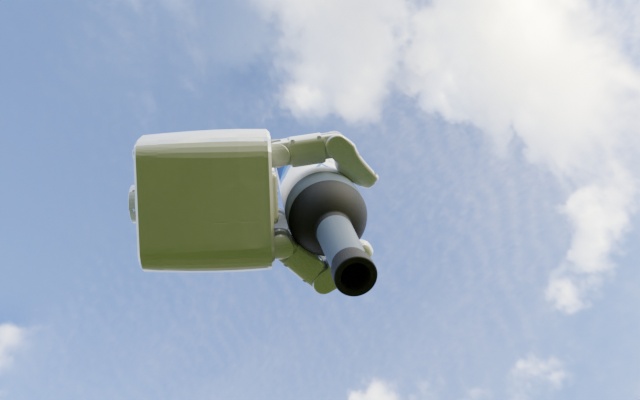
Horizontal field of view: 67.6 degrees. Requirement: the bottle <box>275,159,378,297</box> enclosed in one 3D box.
[{"bbox_3d":[0.000,0.001,0.427,0.069,0.069,0.295,0,18,-9],"label":"bottle"}]
